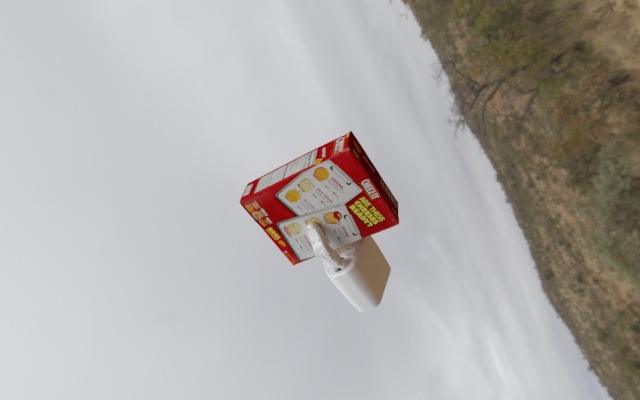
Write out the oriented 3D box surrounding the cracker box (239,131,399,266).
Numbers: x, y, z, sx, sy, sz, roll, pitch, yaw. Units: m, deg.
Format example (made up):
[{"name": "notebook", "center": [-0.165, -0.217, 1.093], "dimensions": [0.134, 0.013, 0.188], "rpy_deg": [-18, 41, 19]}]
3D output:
[{"name": "cracker box", "center": [0.000, 0.003, 0.804], "dimensions": [0.214, 0.164, 0.072], "rpy_deg": [-25, 30, 22]}]
